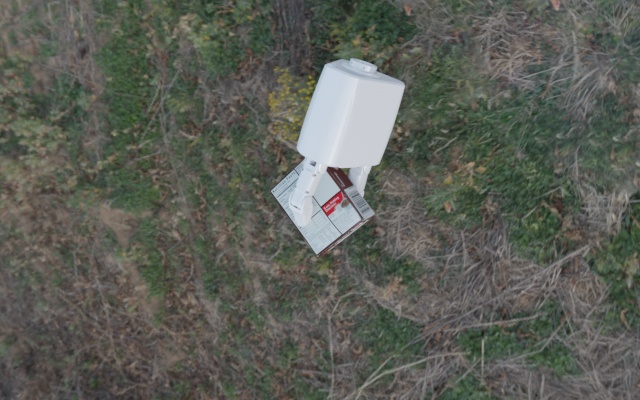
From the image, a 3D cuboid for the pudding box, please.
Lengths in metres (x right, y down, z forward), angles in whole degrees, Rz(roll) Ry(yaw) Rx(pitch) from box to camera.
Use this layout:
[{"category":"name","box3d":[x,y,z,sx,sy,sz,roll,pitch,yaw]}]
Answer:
[{"category":"pudding box","box3d":[0.000,0.002,0.618,0.090,0.113,0.039,-41,-10,30]}]
